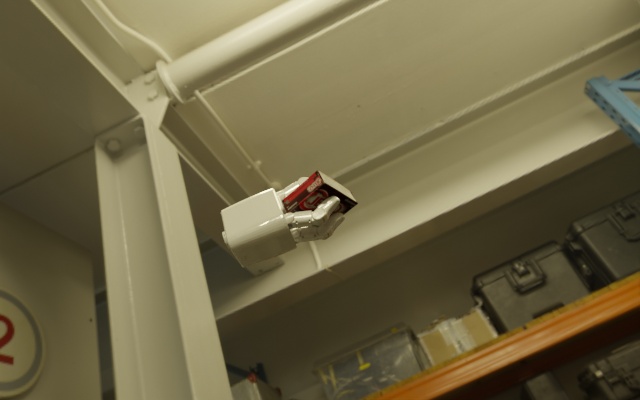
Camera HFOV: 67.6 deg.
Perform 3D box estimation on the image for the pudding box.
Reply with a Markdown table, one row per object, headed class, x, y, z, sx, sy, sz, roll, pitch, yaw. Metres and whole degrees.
| class | x | y | z | sx | sy | sz | roll | pitch | yaw |
| --- | --- | --- | --- | --- | --- | --- | --- | --- | --- |
| pudding box | 0.000 | 0.003 | 0.860 | 0.090 | 0.039 | 0.113 | -39 | -36 | 19 |
